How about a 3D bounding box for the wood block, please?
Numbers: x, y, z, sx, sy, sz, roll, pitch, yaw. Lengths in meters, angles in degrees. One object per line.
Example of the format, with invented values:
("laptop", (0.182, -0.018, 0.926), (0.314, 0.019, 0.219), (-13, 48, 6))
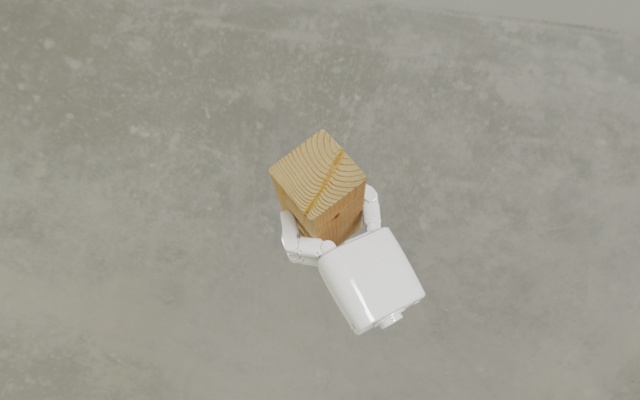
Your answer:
("wood block", (0.001, 0.002, 0.673), (0.091, 0.090, 0.206), (-37, -17, -11))
